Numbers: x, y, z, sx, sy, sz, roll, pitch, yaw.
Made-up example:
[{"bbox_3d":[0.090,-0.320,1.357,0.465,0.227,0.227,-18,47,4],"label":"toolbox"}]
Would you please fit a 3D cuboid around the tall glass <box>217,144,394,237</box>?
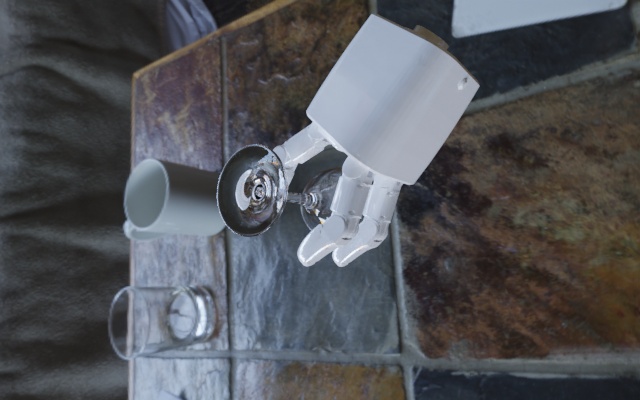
[{"bbox_3d":[0.000,0.002,0.459,0.079,0.079,0.201,0,-6,34],"label":"tall glass"}]
